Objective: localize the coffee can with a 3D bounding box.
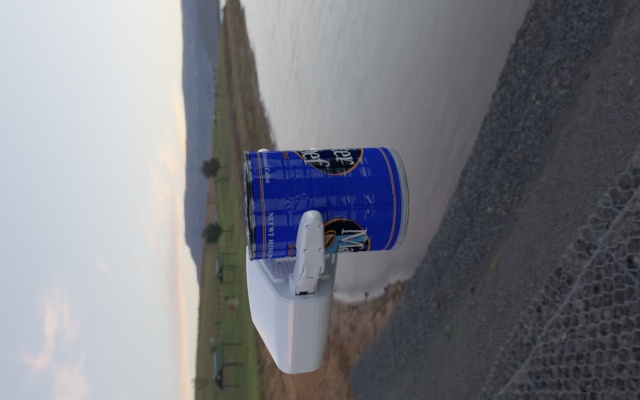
[{"bbox_3d":[0.000,0.001,0.456,0.140,0.103,0.103,-3,0,-11],"label":"coffee can"}]
